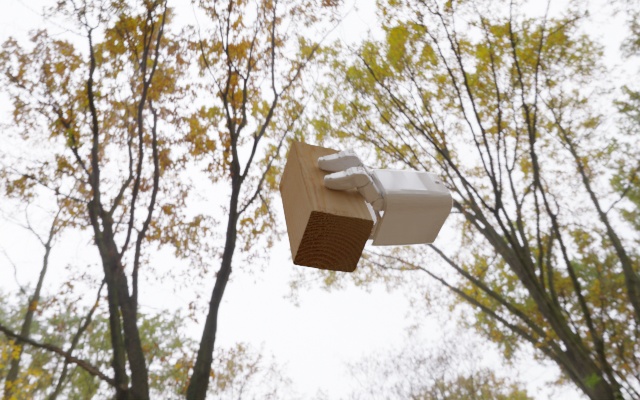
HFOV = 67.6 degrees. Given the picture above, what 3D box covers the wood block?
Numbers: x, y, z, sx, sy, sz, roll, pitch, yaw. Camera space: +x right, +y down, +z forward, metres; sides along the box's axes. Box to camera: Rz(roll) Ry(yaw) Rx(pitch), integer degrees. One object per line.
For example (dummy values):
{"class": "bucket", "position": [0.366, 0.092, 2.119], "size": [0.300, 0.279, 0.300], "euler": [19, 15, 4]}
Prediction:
{"class": "wood block", "position": [0.000, 0.003, 0.706], "size": [0.090, 0.091, 0.206], "euler": [10, 29, -16]}
